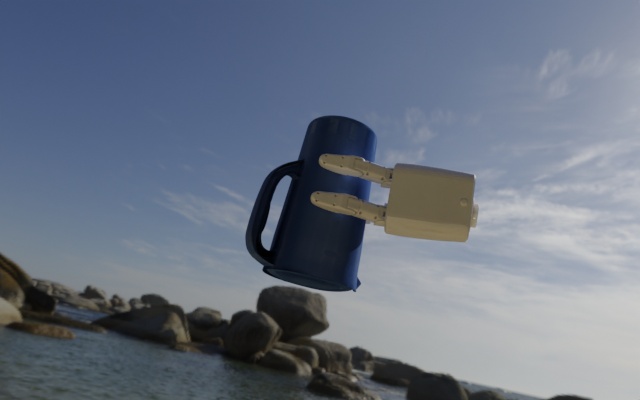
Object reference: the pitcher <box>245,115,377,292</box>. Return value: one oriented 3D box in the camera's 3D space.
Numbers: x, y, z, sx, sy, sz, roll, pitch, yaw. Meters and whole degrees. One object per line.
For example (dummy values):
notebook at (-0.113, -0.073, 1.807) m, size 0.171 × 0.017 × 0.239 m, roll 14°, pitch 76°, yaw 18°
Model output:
pitcher at (0.000, 0.002, 0.684) m, size 0.145 × 0.242 × 0.149 m, roll 8°, pitch -17°, yaw 16°
